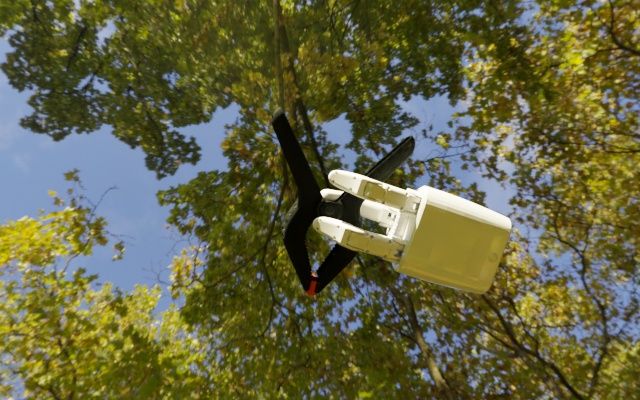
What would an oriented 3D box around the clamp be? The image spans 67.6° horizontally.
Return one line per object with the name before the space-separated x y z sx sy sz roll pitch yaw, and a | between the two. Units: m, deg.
clamp | 0.000 0.002 0.547 0.164 0.210 0.036 18 5 -5
